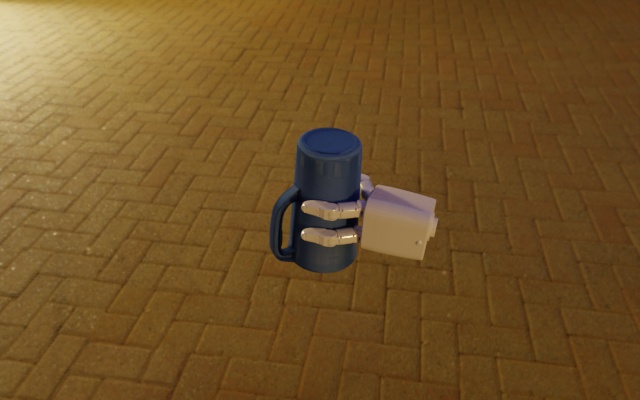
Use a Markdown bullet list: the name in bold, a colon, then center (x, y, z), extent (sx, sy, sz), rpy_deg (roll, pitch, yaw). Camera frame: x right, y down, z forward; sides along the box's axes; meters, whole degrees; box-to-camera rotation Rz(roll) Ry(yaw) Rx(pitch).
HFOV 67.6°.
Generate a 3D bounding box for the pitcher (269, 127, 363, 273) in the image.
- **pitcher**: center (0.000, 0.003, 0.839), extent (0.145, 0.243, 0.149), rpy_deg (13, 37, 13)
